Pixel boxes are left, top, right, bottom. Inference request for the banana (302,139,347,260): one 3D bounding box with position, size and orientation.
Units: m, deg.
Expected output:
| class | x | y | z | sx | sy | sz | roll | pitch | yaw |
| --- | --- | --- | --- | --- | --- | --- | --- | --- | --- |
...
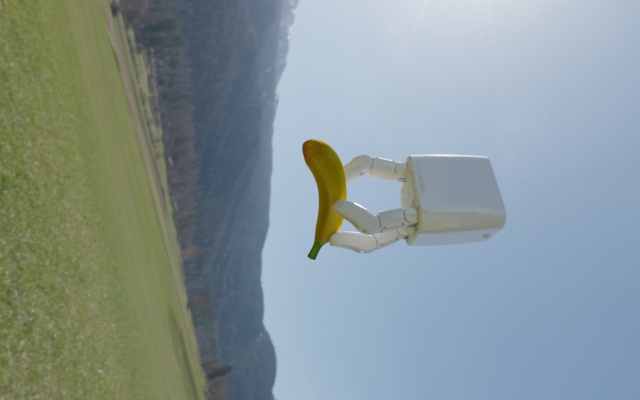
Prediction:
| class | x | y | z | sx | sy | sz | roll | pitch | yaw |
| --- | --- | --- | --- | --- | --- | --- | --- | --- | --- |
| banana | 0.008 | -0.008 | 0.583 | 0.037 | 0.198 | 0.069 | 15 | 48 | 18 |
